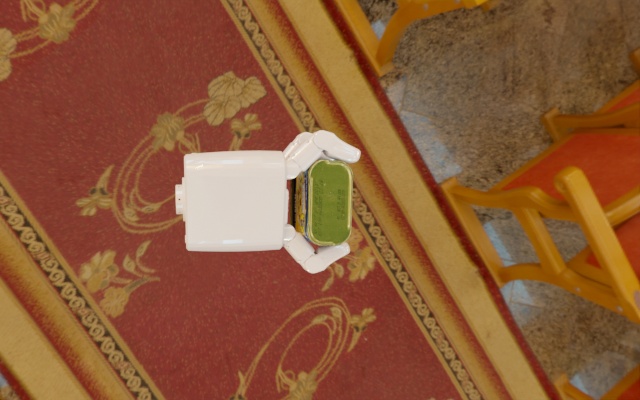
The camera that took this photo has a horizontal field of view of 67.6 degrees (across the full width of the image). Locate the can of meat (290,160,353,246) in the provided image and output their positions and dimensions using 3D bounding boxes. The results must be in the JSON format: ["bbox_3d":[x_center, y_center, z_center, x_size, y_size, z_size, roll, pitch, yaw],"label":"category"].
[{"bbox_3d":[0.000,0.002,0.568,0.057,0.102,0.084,1,1,-16],"label":"can of meat"}]
